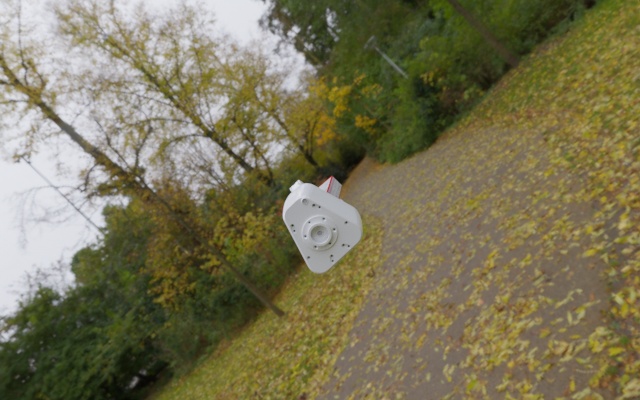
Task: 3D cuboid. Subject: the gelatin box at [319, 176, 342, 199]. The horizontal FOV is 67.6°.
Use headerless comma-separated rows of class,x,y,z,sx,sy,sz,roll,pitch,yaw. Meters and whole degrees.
gelatin box,0.000,0.002,0.833,0.073,0.030,0.089,-42,12,20
